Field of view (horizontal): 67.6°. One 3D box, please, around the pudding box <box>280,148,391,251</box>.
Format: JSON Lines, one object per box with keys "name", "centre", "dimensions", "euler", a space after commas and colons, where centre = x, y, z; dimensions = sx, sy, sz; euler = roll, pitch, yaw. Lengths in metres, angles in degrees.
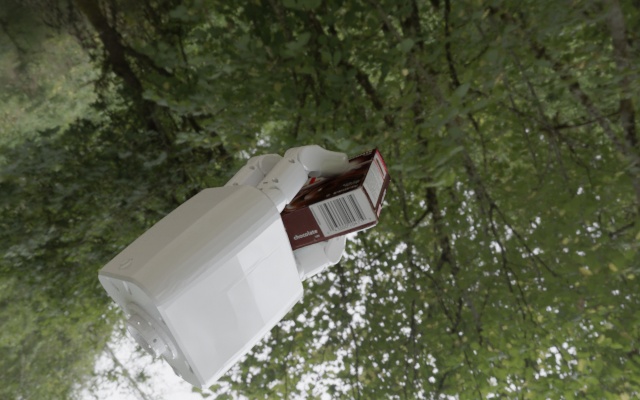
{"name": "pudding box", "centre": [0.000, 0.002, 0.419], "dimensions": [0.113, 0.039, 0.090], "euler": [-17, 21, 22]}
